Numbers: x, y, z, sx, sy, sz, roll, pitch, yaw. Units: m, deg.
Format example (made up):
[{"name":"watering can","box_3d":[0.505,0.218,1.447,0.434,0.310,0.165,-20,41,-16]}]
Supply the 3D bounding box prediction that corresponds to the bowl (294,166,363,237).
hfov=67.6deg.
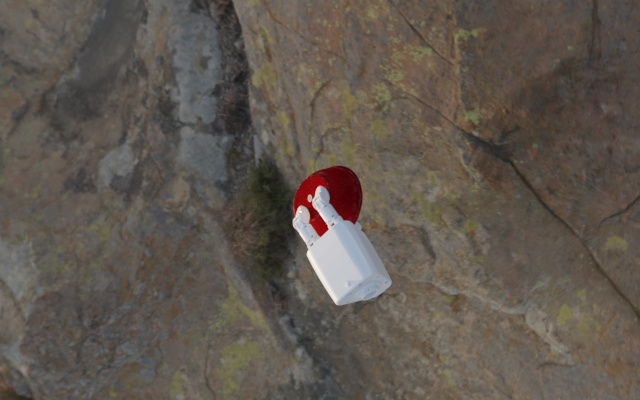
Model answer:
[{"name":"bowl","box_3d":[-0.001,0.002,0.899,0.162,0.162,0.055,0,-16,46]}]
